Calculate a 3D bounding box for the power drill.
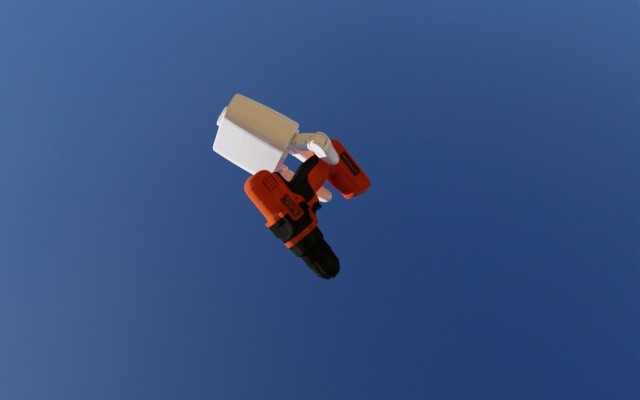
[{"bbox_3d":[0.000,0.002,0.717,0.057,0.184,0.187,-33,8,46],"label":"power drill"}]
